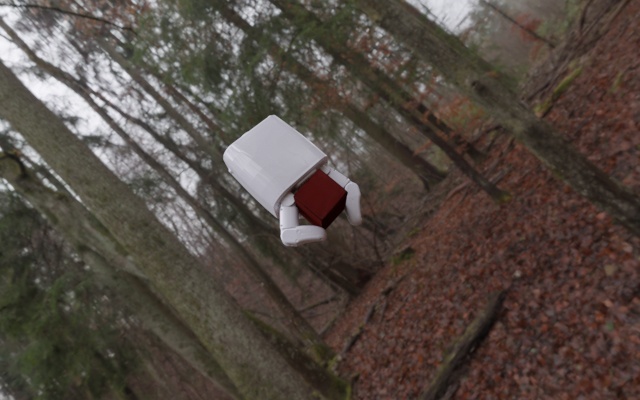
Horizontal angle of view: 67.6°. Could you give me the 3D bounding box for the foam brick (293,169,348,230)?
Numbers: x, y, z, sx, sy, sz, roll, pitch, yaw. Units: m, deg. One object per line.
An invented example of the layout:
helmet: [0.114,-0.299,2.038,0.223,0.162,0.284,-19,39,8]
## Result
foam brick: [0.000,0.002,0.646,0.051,0.053,0.078,41,-12,11]
